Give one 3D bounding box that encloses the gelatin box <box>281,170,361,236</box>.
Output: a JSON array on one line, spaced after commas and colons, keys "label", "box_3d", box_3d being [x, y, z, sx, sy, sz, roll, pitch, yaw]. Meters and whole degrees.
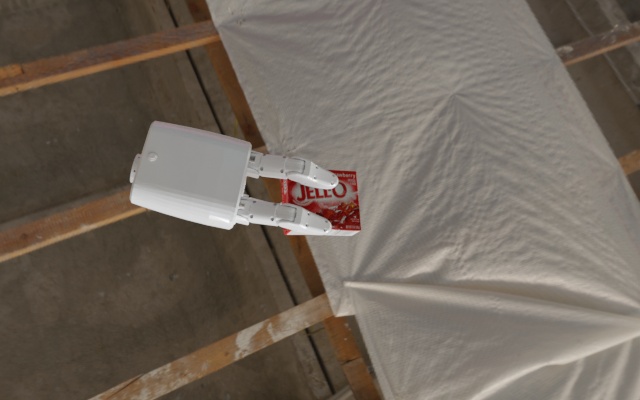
[{"label": "gelatin box", "box_3d": [0.000, 0.002, 0.550, 0.089, 0.073, 0.030, 3, -17, -22]}]
